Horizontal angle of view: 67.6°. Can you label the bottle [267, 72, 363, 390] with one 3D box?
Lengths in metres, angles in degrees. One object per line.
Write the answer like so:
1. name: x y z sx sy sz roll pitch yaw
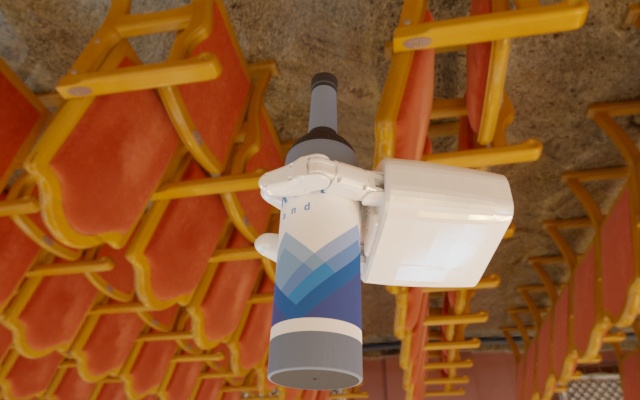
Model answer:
1. bottle: 0.000 0.002 0.410 0.069 0.295 0.069 1 -33 1
